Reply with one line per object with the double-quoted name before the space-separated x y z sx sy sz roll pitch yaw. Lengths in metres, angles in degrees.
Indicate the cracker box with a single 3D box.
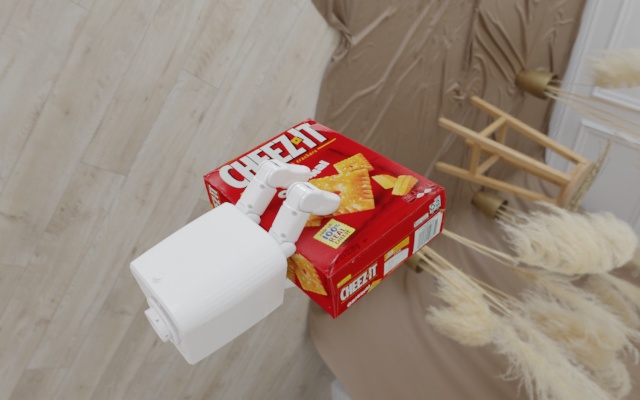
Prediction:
"cracker box" 0.000 0.002 0.519 0.164 0.072 0.213 -33 47 -28
